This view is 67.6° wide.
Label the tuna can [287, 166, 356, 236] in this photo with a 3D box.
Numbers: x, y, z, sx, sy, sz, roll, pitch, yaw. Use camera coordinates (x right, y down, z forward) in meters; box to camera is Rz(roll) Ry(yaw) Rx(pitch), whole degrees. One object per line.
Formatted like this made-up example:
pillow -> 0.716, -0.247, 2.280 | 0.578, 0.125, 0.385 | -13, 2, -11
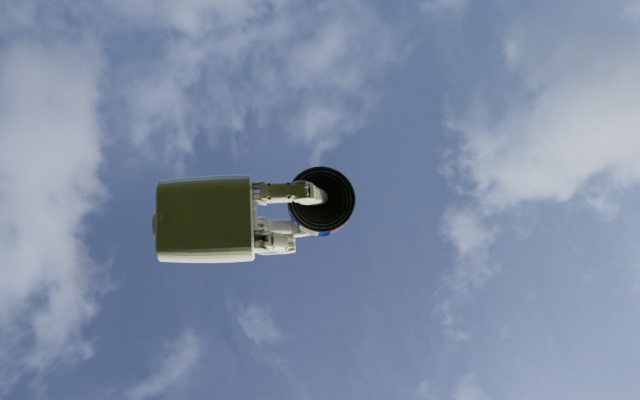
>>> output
tuna can -> 0.000, 0.002, 0.611 | 0.086, 0.086, 0.034 | 0, -16, -4
